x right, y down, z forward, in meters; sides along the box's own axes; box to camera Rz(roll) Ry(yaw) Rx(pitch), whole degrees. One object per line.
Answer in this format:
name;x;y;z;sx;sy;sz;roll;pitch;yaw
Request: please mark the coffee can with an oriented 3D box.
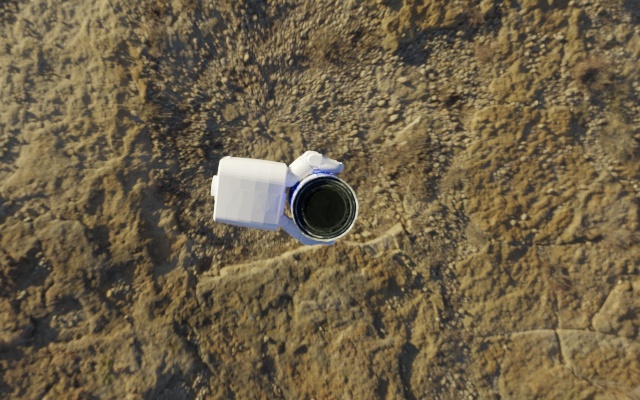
coffee can;0.000;0.003;0.787;0.103;0.103;0.140;0;8;-6
